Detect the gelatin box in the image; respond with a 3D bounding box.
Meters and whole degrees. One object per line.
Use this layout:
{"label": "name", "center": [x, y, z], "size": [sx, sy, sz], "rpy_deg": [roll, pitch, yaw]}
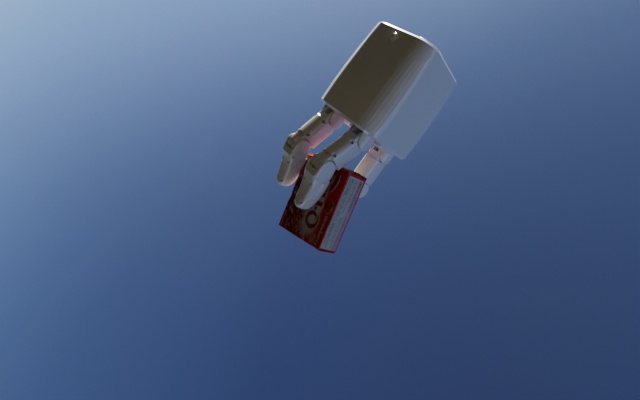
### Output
{"label": "gelatin box", "center": [0.000, 0.002, 0.514], "size": [0.030, 0.089, 0.073], "rpy_deg": [18, 7, -44]}
